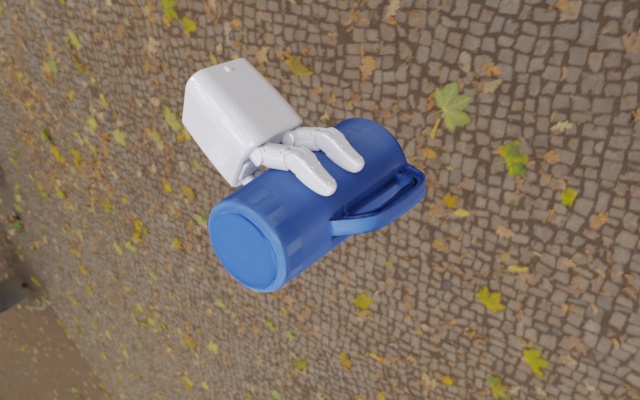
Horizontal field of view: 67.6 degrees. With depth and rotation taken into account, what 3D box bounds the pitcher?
[{"bbox_3d":[0.000,0.002,0.555,0.242,0.145,0.149,-36,-6,-44],"label":"pitcher"}]
